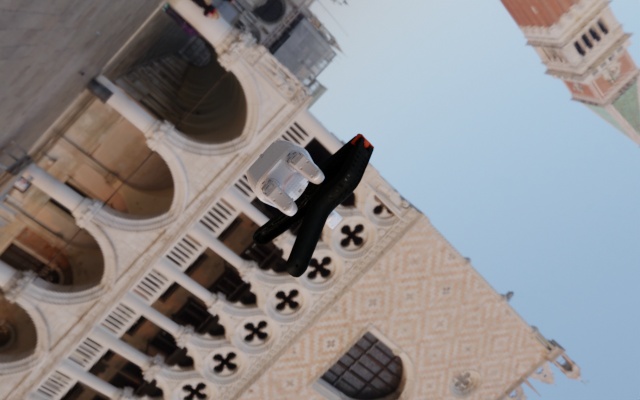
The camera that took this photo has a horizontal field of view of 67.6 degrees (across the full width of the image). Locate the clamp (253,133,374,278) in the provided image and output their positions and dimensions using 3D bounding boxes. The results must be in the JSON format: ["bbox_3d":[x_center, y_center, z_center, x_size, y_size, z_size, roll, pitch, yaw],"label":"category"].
[{"bbox_3d":[0.001,0.002,0.624,0.036,0.210,0.164,42,-1,-25],"label":"clamp"}]
